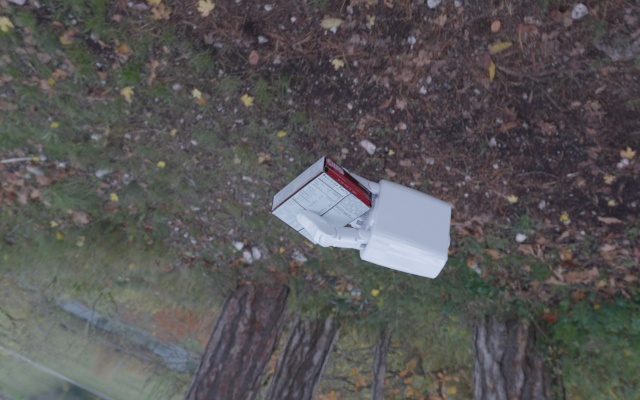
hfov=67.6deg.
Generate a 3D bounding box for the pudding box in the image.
[{"bbox_3d":[0.000,0.002,0.648,0.090,0.039,0.113,38,-56,-24],"label":"pudding box"}]
